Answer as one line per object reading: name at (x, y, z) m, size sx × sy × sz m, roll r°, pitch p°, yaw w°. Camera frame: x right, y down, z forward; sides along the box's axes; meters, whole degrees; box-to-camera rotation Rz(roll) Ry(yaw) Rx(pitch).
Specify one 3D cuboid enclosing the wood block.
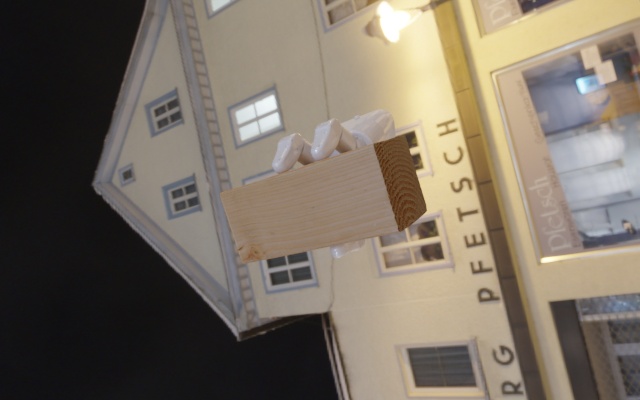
wood block at (0.000, 0.002, 0.540) m, size 0.206 × 0.091 × 0.090 m, roll -15°, pitch 5°, yaw 33°
